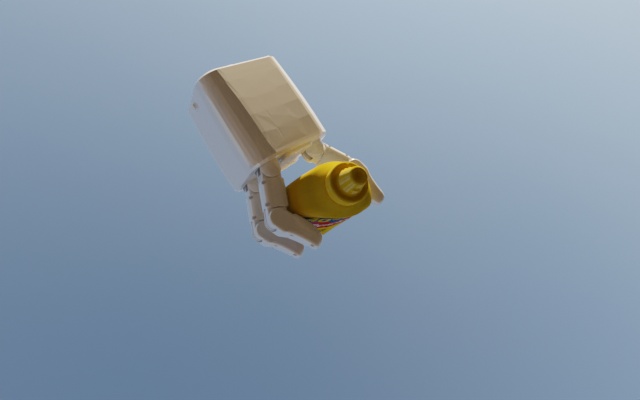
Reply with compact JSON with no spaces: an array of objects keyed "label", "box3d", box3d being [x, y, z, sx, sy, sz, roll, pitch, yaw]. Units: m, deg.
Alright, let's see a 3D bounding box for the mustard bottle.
[{"label":"mustard bottle","box3d":[0.000,0.002,0.513,0.096,0.058,0.192,-4,-14,-23]}]
